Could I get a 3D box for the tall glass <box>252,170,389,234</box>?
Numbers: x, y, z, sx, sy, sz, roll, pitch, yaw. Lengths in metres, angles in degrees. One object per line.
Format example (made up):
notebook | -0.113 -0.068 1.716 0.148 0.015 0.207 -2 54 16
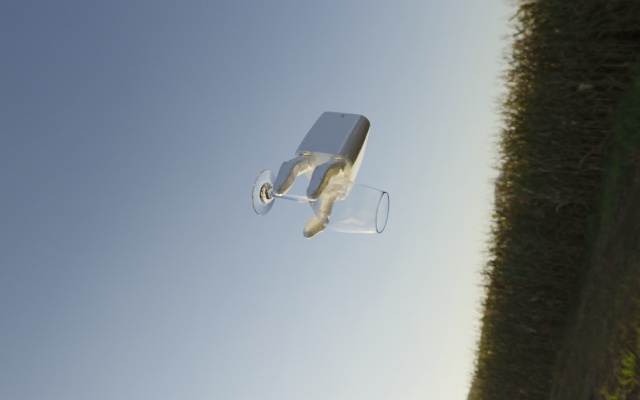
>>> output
tall glass | -0.001 0.002 0.727 0.201 0.079 0.079 10 4 23
